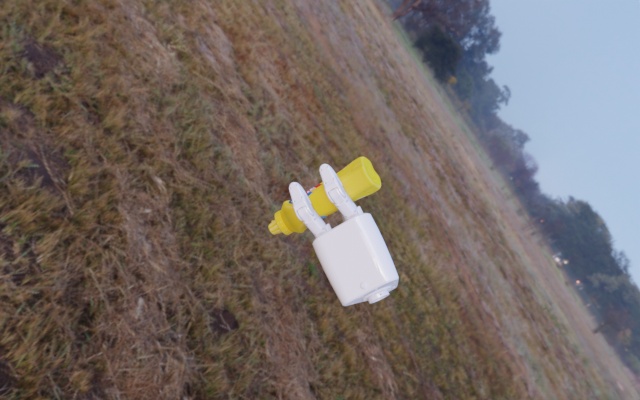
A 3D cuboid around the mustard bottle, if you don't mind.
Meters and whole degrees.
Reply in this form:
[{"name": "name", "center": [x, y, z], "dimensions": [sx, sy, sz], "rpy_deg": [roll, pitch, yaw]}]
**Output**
[{"name": "mustard bottle", "center": [0.000, 0.002, 0.754], "dimensions": [0.191, 0.058, 0.096], "rpy_deg": [-30, 4, 15]}]
